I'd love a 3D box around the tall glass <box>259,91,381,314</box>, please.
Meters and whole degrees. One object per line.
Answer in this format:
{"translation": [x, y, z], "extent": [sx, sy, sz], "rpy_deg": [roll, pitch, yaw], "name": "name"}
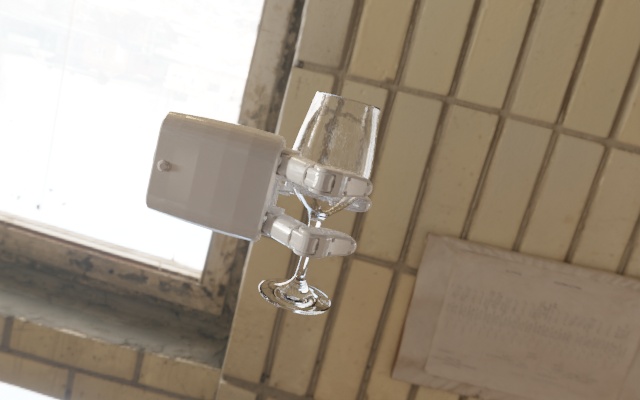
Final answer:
{"translation": [0.000, 0.002, 0.459], "extent": [0.079, 0.201, 0.079], "rpy_deg": [15, 11, -3], "name": "tall glass"}
